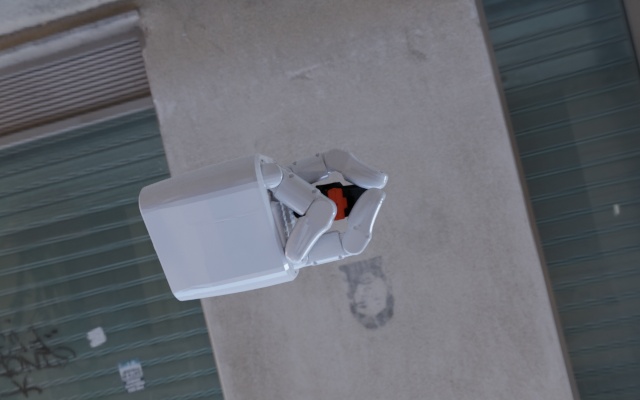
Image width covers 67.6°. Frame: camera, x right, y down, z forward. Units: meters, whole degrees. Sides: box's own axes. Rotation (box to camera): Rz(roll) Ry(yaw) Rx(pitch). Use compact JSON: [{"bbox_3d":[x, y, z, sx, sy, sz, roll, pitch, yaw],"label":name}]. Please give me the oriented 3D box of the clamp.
[{"bbox_3d":[0.000,0.002,0.491,0.120,0.039,0.171,-14,-1,7],"label":"clamp"}]
